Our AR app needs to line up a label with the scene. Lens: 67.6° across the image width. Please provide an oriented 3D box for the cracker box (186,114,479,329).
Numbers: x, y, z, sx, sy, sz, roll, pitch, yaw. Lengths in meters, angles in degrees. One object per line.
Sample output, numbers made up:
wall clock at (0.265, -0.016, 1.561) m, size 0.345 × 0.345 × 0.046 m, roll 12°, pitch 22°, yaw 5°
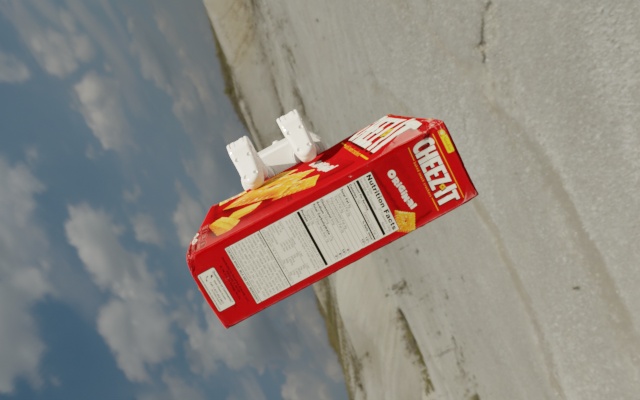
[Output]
cracker box at (0.000, 0.002, 0.419) m, size 0.214 × 0.072 × 0.164 m, roll -28°, pitch 13°, yaw 1°
